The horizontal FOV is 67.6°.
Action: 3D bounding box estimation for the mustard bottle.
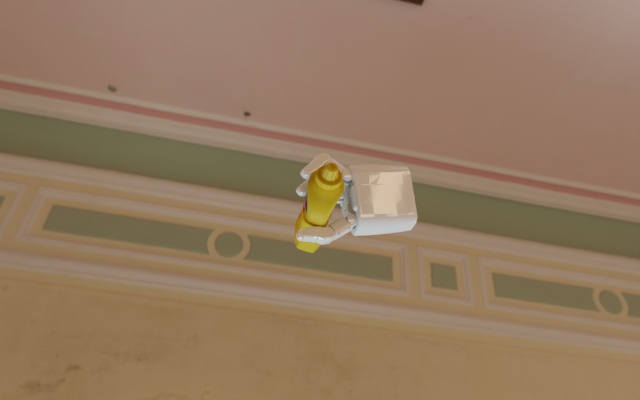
[{"bbox_3d":[0.000,0.003,0.787,0.058,0.096,0.192,18,-35,-1],"label":"mustard bottle"}]
